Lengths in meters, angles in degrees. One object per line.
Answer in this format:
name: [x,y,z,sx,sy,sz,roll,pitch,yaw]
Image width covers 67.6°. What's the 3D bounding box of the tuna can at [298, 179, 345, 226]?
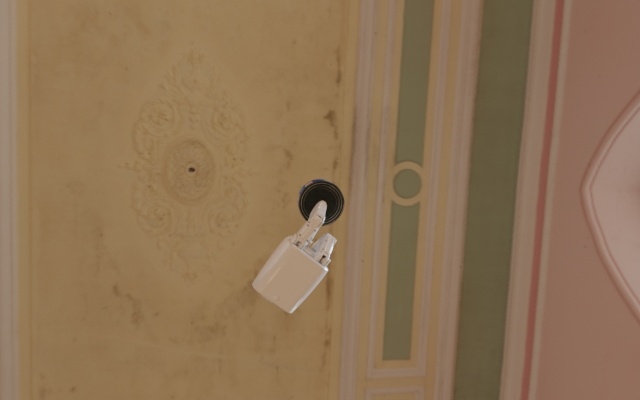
tuna can: [0.000,0.003,0.895,0.086,0.086,0.033,0,10,-7]
